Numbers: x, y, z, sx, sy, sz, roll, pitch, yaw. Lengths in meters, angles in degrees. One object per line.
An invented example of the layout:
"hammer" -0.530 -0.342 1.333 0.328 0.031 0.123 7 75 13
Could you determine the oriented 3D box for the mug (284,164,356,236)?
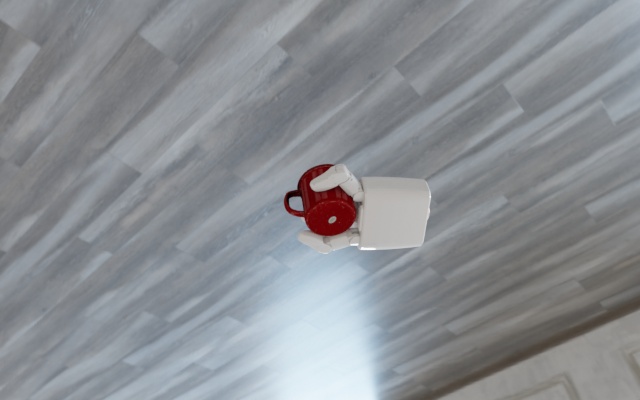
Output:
"mug" -0.001 0.003 0.763 0.117 0.093 0.081 -1 42 -8
